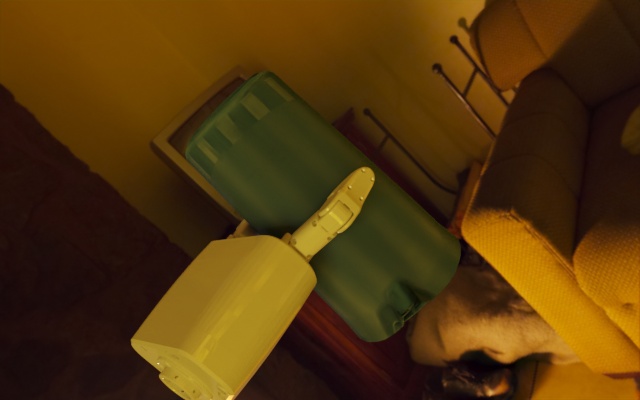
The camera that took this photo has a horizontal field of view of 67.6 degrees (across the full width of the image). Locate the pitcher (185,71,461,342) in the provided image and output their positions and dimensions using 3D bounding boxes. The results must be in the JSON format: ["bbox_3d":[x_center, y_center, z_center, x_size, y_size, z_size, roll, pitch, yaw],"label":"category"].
[{"bbox_3d":[0.000,0.002,0.448,0.149,0.243,0.145,-31,18,53],"label":"pitcher"}]
